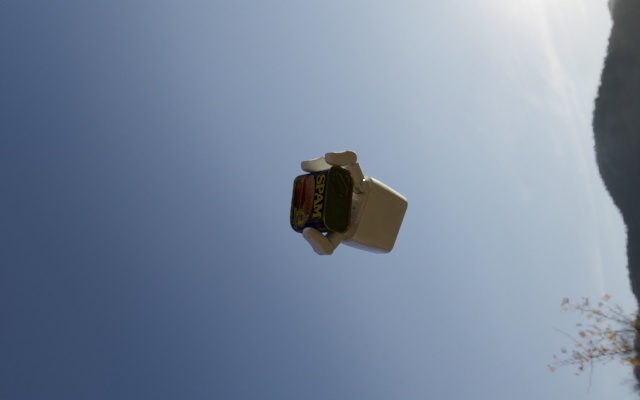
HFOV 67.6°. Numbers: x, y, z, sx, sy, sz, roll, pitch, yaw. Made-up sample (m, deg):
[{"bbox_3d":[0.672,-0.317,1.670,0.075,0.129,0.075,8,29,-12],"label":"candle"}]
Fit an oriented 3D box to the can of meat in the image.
[{"bbox_3d":[0.000,0.003,0.752,0.084,0.102,0.057,-8,-20,45],"label":"can of meat"}]
